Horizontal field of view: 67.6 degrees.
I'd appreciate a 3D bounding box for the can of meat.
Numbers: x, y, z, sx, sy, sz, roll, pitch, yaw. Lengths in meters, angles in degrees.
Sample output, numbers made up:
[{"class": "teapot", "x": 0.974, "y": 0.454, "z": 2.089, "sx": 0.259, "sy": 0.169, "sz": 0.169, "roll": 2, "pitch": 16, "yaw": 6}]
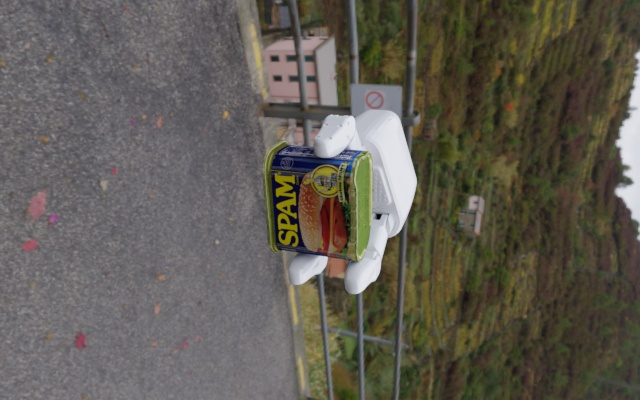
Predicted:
[{"class": "can of meat", "x": 0.000, "y": 0.001, "z": 0.429, "sx": 0.084, "sy": 0.102, "sz": 0.057, "roll": 6, "pitch": 24, "yaw": 19}]
